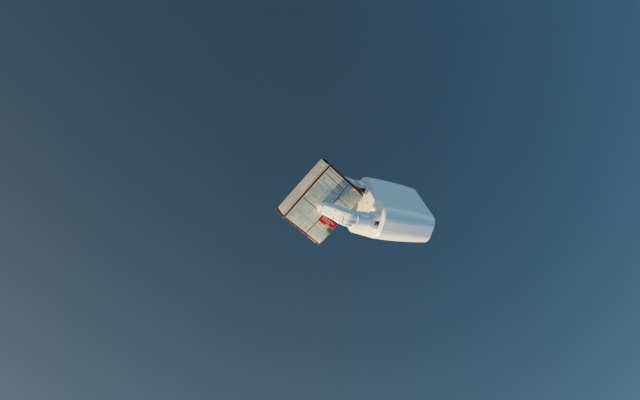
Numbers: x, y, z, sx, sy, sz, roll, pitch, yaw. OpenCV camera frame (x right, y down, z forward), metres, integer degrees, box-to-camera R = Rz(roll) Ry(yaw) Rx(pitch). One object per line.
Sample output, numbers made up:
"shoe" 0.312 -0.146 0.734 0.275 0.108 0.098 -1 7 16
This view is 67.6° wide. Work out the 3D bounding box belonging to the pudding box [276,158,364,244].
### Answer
"pudding box" 0.000 0.003 0.763 0.090 0.113 0.039 41 2 -32
